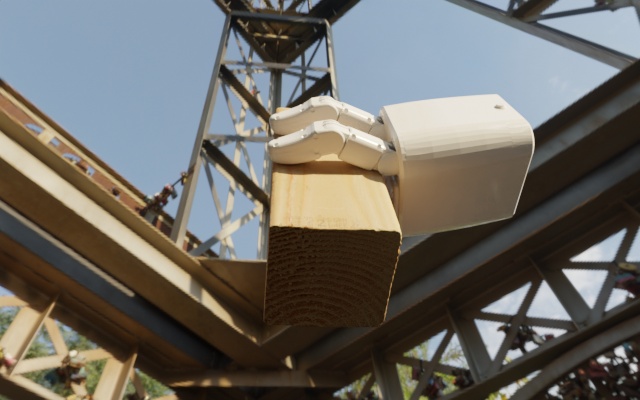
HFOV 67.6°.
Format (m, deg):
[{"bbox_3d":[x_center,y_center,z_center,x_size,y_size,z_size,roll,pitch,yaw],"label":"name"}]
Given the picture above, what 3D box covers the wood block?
[{"bbox_3d":[0.000,0.002,0.414,0.090,0.091,0.206,3,31,-5],"label":"wood block"}]
